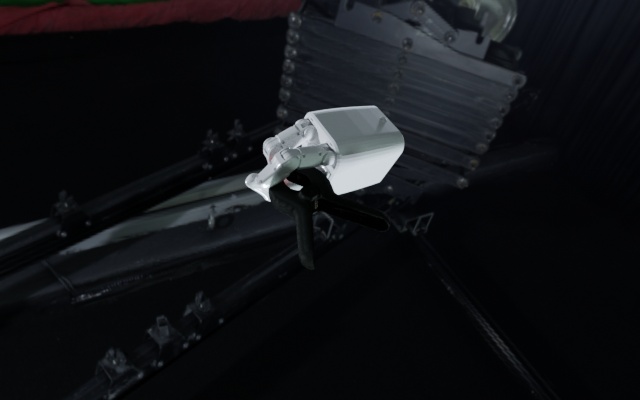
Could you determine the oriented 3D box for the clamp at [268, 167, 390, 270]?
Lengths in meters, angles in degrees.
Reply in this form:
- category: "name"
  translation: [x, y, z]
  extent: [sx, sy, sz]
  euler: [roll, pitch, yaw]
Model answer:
- category: "clamp"
  translation: [0.000, 0.002, 0.579]
  extent: [0.120, 0.039, 0.171]
  euler: [-13, 49, -25]
